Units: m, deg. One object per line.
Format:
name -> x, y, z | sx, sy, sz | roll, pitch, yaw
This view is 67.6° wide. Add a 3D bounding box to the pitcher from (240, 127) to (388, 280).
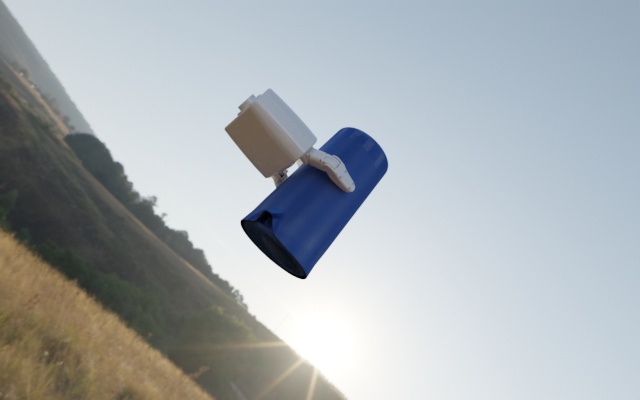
pitcher -> 0.000, 0.002, 0.772 | 0.242, 0.145, 0.149 | -47, 15, -21
